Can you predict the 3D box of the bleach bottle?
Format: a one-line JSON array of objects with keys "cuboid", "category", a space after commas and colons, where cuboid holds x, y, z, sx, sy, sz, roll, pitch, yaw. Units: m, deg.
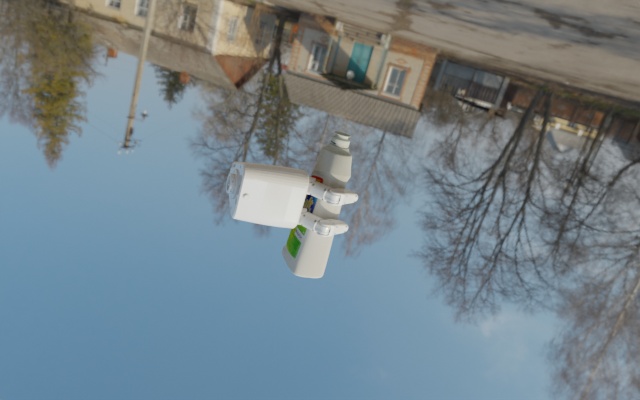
[{"cuboid": [0.000, 0.003, 0.824, 0.068, 0.251, 0.102, 9, 19, -22], "category": "bleach bottle"}]
